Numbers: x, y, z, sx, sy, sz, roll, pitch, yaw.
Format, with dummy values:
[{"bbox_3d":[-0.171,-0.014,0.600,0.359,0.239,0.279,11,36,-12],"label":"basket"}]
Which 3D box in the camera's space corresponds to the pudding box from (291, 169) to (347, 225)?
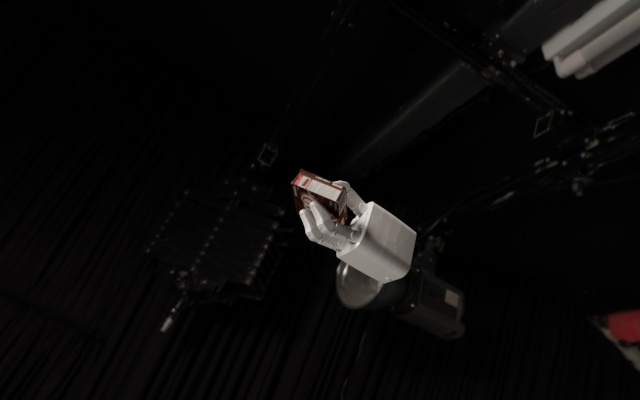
[{"bbox_3d":[0.000,0.003,0.843,0.090,0.039,0.114,22,-29,16],"label":"pudding box"}]
